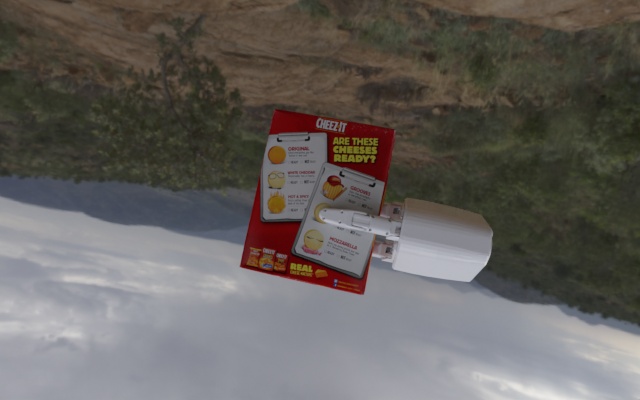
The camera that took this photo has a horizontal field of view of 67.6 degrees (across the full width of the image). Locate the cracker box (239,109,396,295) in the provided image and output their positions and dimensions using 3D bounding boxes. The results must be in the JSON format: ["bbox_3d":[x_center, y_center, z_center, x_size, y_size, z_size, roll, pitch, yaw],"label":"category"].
[{"bbox_3d":[0.000,0.002,0.635,0.164,0.213,0.072,11,-5,7],"label":"cracker box"}]
